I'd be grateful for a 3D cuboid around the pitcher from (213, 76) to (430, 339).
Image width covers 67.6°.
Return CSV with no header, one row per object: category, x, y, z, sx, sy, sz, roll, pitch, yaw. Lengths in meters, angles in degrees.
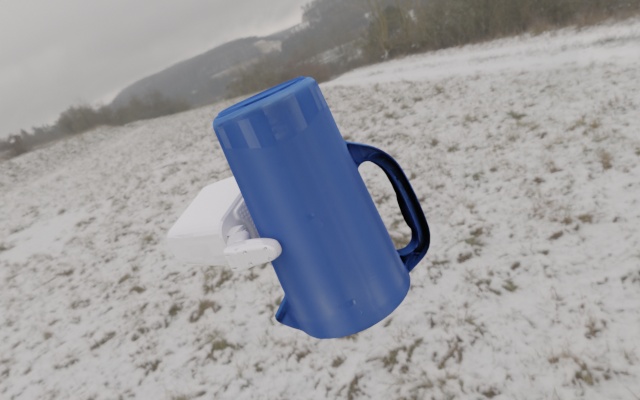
pitcher,0.000,0.002,0.487,0.145,0.243,0.149,-9,22,39
